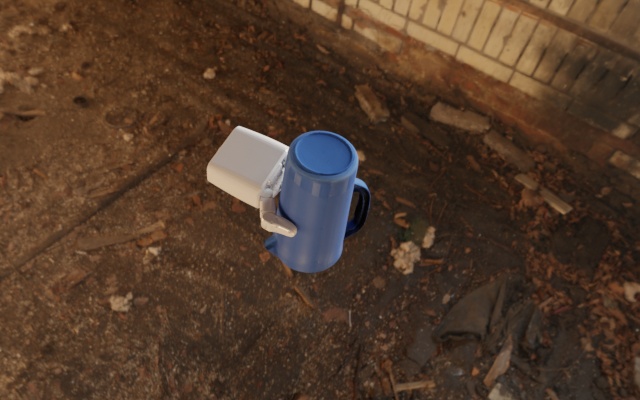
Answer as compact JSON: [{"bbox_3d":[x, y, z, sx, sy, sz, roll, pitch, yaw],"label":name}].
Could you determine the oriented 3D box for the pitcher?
[{"bbox_3d":[0.000,0.003,0.803,0.145,0.149,0.243,26,-38,12],"label":"pitcher"}]
